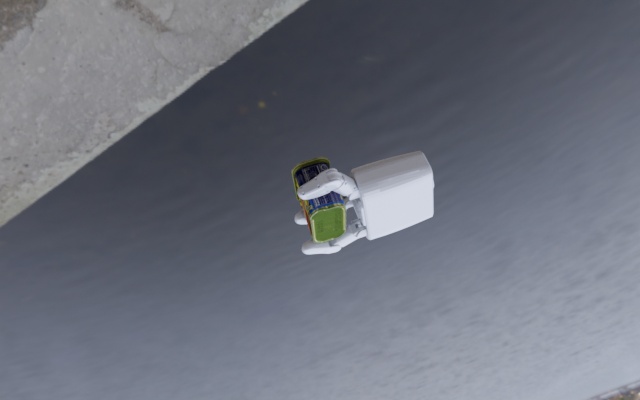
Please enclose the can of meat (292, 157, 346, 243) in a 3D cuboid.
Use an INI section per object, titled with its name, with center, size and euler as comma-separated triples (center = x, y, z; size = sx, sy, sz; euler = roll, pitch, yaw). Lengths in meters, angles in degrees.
[can of meat]
center = 0.000, 0.002, 0.690
size = 0.057, 0.084, 0.102
euler = -17, -31, -7
